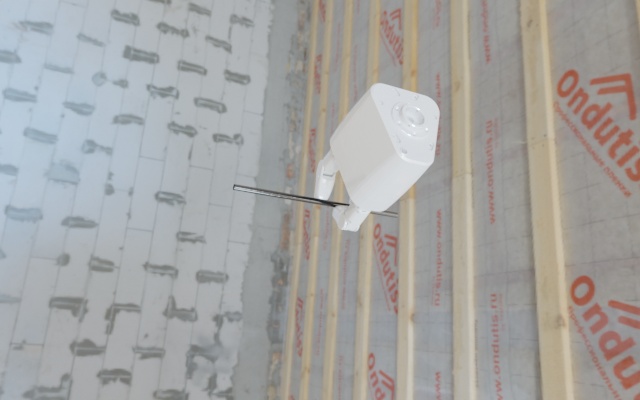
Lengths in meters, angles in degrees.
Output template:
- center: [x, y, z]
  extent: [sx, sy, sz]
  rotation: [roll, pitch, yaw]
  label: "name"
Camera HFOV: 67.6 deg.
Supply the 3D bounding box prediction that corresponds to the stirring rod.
- center: [0.000, 0.002, 0.651]
  extent: [0.239, 0.011, 0.011]
  rotation: [10, -4, -21]
  label: "stirring rod"
